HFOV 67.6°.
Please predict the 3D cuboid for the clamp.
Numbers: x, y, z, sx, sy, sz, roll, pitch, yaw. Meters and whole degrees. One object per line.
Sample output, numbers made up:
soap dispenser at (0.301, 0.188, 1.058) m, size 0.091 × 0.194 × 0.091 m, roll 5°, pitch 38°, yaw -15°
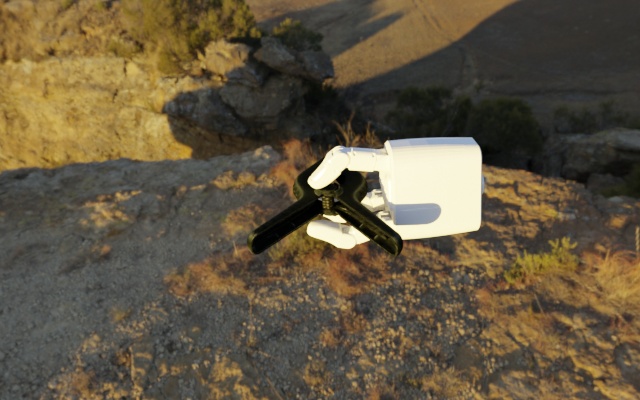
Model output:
clamp at (0.000, 0.001, 0.576) m, size 0.164 × 0.036 × 0.209 m, roll -2°, pitch 31°, yaw -2°
